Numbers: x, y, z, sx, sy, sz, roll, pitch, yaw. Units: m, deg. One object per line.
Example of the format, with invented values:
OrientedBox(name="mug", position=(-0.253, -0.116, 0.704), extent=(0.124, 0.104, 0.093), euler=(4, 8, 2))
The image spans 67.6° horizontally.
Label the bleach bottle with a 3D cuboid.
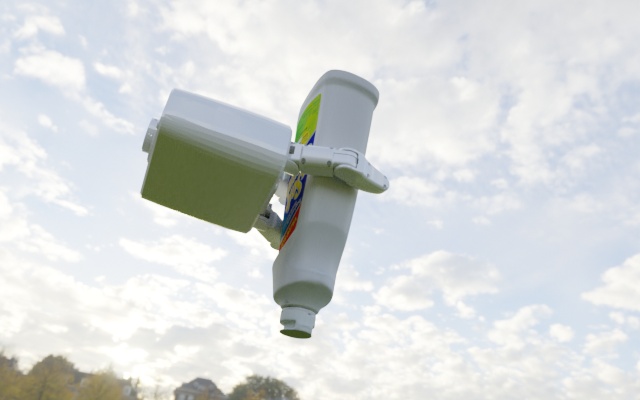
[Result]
OrientedBox(name="bleach bottle", position=(0.000, 0.002, 0.456), extent=(0.068, 0.250, 0.103), euler=(20, -31, -18))
